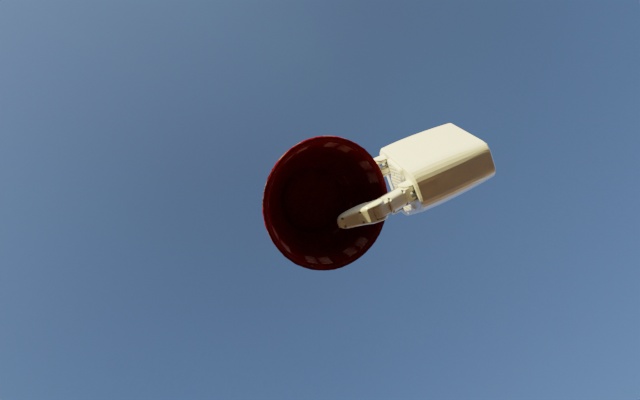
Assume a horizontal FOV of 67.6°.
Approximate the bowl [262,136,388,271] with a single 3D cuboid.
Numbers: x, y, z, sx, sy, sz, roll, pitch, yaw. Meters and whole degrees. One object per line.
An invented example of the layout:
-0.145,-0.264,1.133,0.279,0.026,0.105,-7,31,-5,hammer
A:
-0.001,0.002,0.590,0.162,0.162,0.055,0,6,-23,bowl
